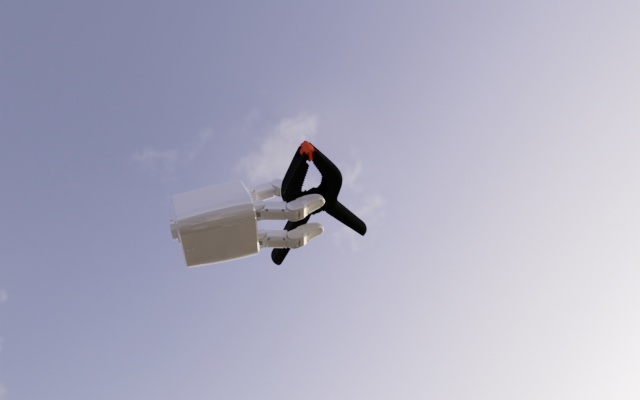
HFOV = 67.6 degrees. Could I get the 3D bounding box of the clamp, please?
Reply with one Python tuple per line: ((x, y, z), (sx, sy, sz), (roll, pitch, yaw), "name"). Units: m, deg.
((0.000, 0.002, 0.726), (0.164, 0.210, 0.036), (-13, 40, -18), "clamp")
